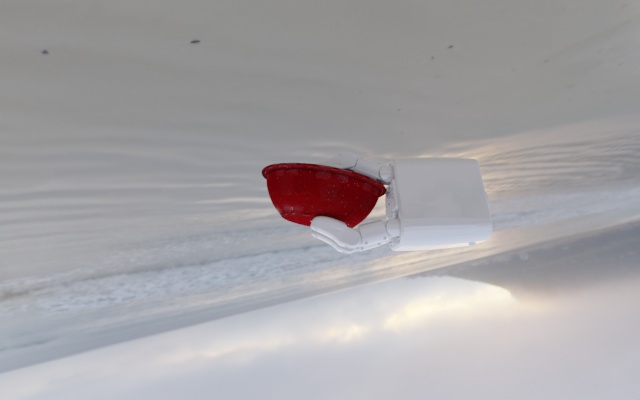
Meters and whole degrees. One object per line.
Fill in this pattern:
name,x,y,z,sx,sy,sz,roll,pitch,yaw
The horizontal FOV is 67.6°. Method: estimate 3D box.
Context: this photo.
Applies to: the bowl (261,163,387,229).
bowl,-0.001,0.002,0.607,0.162,0.055,0.162,9,-11,2
